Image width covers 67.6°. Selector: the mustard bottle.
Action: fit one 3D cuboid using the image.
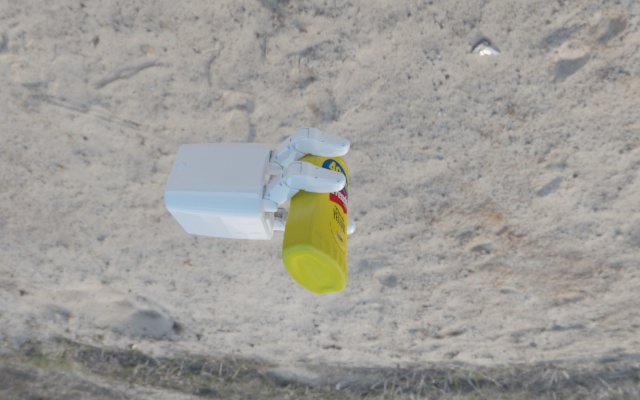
[{"bbox_3d":[0.000,0.002,0.543,0.058,0.191,0.096,-14,-43,21],"label":"mustard bottle"}]
